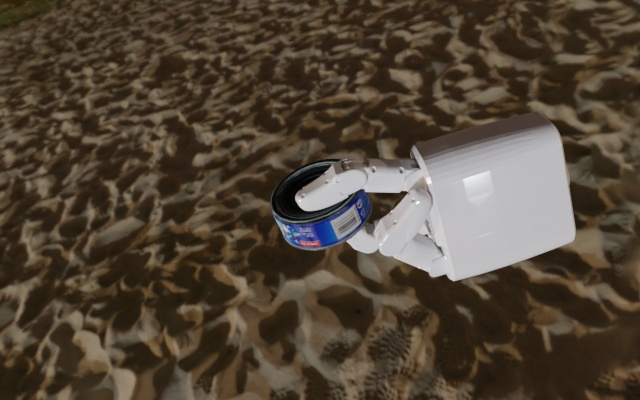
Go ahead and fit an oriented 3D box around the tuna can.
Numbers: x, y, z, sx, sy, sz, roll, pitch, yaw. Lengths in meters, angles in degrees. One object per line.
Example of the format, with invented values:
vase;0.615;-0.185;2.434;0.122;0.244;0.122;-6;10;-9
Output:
tuna can;0.000;0.001;0.420;0.086;0.034;0.086;-15;38;12
